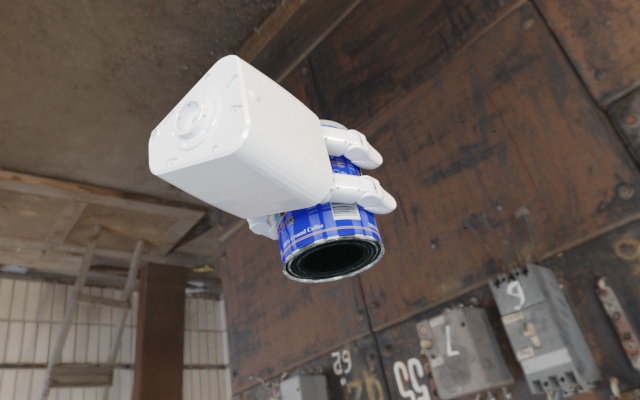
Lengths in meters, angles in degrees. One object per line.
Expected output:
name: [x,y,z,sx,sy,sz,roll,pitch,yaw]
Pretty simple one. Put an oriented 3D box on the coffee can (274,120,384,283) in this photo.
coffee can: [0.000,0.002,0.503,0.103,0.140,0.103,-10,-30,-6]
